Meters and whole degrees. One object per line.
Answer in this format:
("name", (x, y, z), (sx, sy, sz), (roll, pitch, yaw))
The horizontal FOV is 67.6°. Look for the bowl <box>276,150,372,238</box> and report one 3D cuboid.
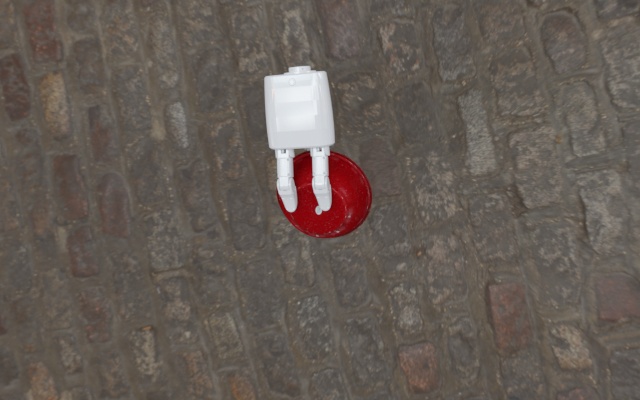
("bowl", (0.001, 0.004, 0.770), (0.162, 0.162, 0.055), (0, 26, 12))
